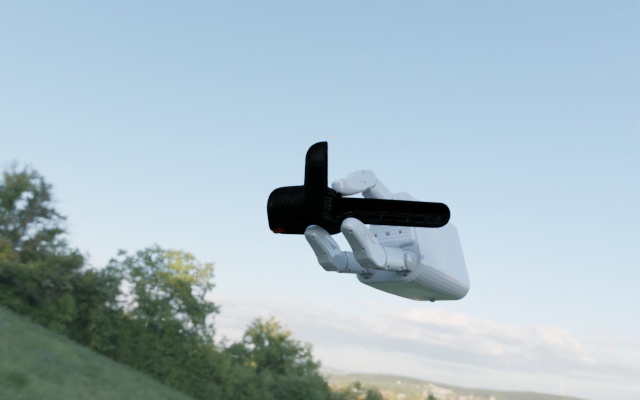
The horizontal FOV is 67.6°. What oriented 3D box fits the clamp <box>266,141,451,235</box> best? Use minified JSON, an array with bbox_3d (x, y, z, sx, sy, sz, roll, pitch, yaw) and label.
[{"bbox_3d":[0.000,0.001,0.488,0.164,0.036,0.210,29,-27,-36],"label":"clamp"}]
